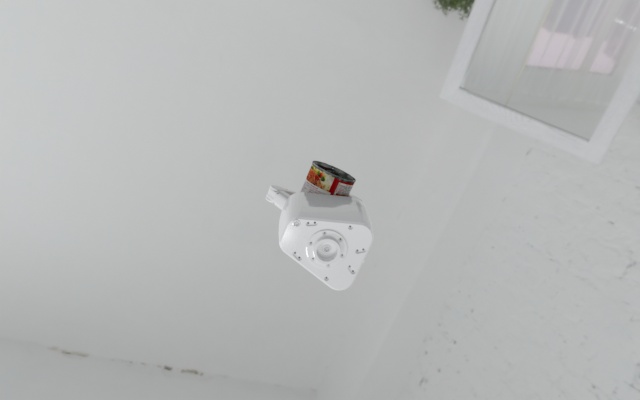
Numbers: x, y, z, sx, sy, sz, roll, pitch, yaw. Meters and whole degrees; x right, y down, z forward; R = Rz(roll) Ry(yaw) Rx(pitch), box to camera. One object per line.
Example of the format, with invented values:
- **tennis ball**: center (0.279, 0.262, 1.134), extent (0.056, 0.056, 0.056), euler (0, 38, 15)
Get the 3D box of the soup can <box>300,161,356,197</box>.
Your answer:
- **soup can**: center (0.000, 0.002, 0.694), extent (0.068, 0.102, 0.068), euler (23, 13, -6)
